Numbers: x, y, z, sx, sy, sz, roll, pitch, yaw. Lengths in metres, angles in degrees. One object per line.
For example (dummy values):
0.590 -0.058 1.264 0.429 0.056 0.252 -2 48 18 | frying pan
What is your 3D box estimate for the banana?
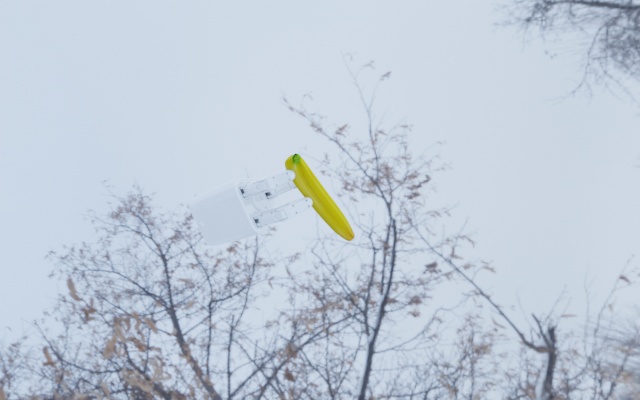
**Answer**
-0.007 -0.008 0.785 0.037 0.198 0.069 -36 33 2 | banana
